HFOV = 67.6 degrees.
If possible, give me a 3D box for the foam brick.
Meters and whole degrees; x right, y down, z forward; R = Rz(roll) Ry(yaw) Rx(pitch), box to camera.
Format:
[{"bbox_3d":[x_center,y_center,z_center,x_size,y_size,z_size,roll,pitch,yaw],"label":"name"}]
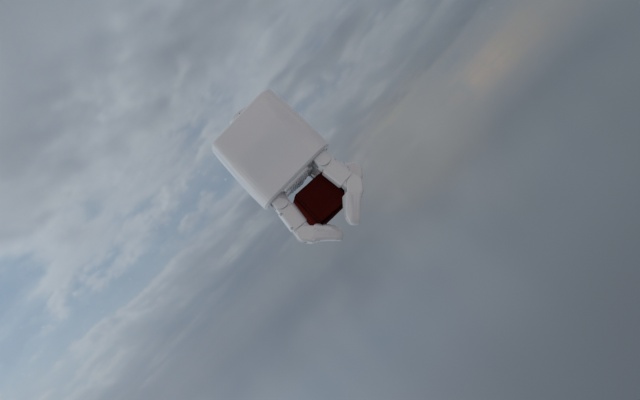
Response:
[{"bbox_3d":[0.000,0.002,0.633,0.053,0.051,0.078,-42,-4,-13],"label":"foam brick"}]
